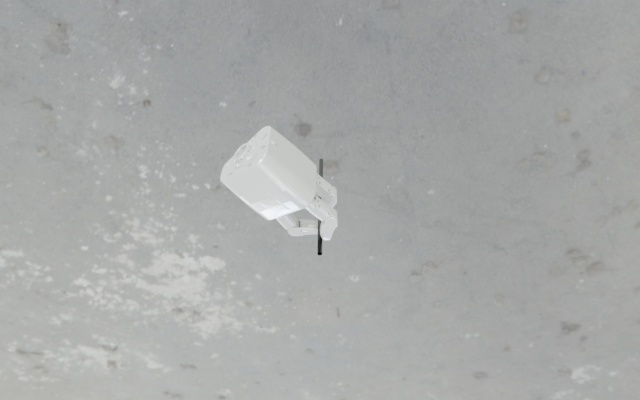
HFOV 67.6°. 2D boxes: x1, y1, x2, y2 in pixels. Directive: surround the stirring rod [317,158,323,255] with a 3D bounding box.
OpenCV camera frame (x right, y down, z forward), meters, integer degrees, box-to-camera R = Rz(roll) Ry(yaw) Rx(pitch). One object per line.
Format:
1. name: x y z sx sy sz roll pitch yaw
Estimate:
1. stirring rod: 0.000 0.003 0.844 0.011 0.011 0.239 0 43 1
